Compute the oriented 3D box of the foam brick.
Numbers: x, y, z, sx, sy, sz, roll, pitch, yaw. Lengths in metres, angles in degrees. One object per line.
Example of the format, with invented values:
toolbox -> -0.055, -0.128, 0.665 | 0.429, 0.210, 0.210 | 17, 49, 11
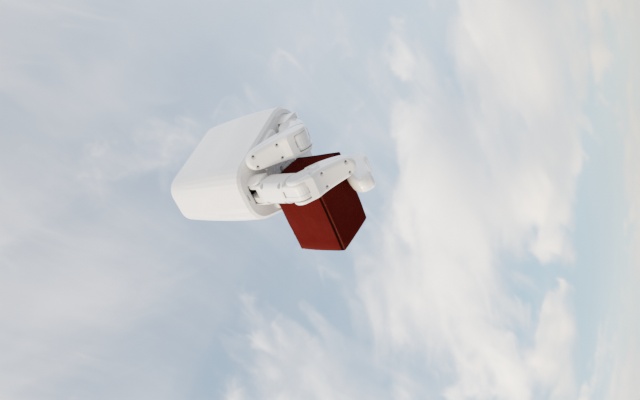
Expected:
foam brick -> 0.000, 0.002, 0.451 | 0.051, 0.078, 0.053 | -5, 30, 37
